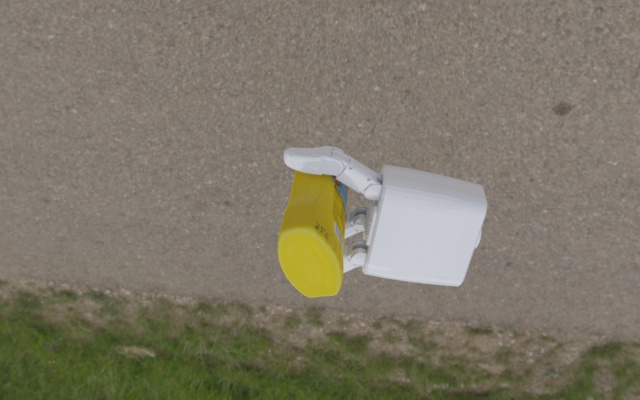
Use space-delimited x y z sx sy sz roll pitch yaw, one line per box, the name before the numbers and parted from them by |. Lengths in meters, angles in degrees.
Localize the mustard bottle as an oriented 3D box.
mustard bottle | 0.000 0.002 0.513 0.058 0.096 0.191 -9 38 15
